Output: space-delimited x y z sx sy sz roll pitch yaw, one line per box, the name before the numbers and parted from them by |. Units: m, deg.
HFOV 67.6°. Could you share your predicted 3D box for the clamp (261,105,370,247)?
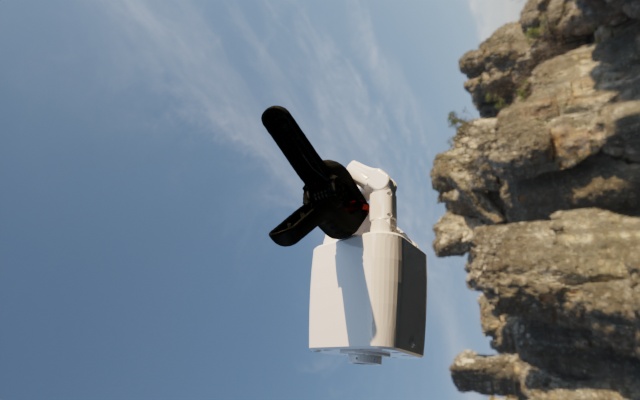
clamp | 0.000 0.002 0.442 0.039 0.120 0.171 -10 -26 31
